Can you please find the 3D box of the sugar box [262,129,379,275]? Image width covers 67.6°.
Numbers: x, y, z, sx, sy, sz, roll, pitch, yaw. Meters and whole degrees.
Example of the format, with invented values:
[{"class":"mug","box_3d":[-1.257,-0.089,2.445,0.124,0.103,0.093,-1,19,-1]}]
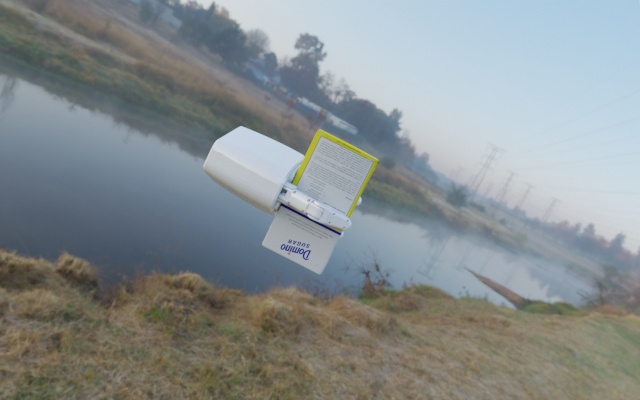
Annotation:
[{"class":"sugar box","box_3d":[0.000,0.002,0.655,0.093,0.176,0.048,28,8,2]}]
